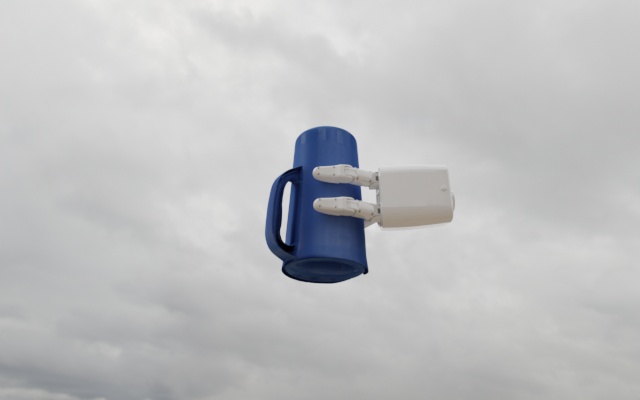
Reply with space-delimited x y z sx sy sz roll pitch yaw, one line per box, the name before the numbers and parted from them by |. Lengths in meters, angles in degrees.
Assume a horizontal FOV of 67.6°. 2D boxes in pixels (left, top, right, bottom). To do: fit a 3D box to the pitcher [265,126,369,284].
pitcher | 0.000 0.003 0.767 0.145 0.242 0.149 -3 -26 7
